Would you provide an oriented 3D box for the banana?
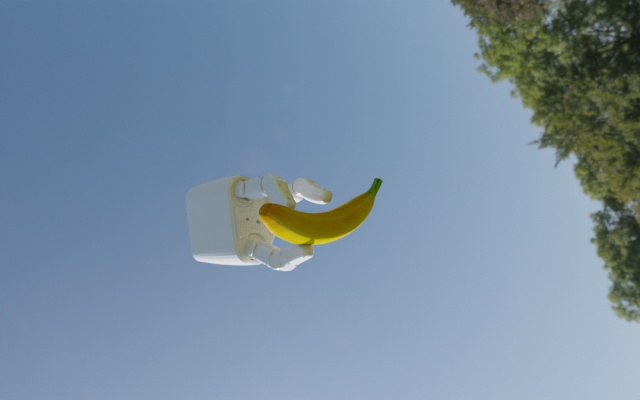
[{"bbox_3d":[0.002,0.019,0.565,0.037,0.070,0.198,14,20,41],"label":"banana"}]
